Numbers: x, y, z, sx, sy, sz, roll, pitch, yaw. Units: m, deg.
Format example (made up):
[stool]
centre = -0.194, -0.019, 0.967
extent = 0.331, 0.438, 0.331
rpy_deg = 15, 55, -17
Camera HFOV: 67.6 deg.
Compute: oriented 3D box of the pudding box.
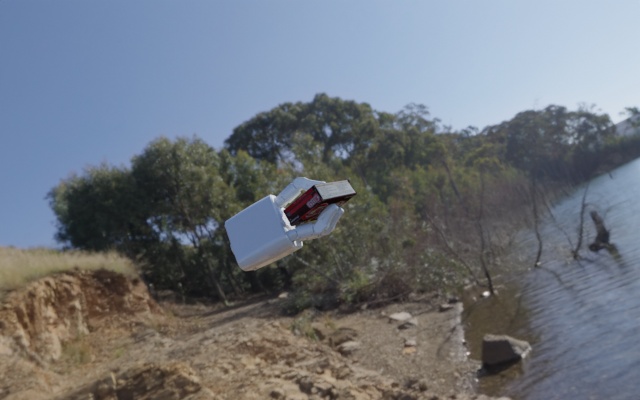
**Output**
[pudding box]
centre = 0.000, 0.003, 0.868
extent = 0.090, 0.039, 0.113
rpy_deg = -38, -13, 35
